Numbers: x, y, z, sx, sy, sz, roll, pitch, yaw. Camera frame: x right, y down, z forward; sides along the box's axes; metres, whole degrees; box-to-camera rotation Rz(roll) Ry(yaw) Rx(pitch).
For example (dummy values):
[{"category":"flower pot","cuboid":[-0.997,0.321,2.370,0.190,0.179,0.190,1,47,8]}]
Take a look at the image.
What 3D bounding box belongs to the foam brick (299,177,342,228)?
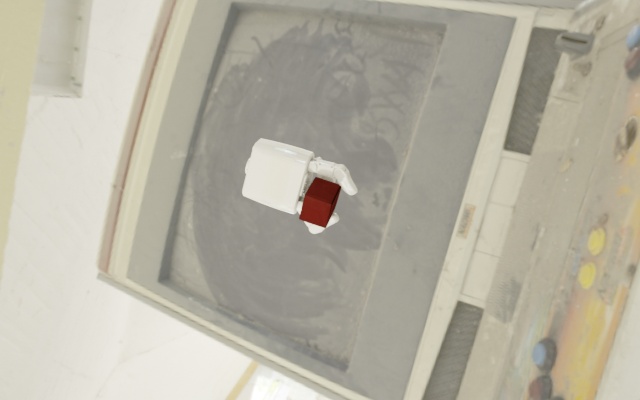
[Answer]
[{"category":"foam brick","cuboid":[0.000,0.003,0.841,0.051,0.053,0.078,19,30,5]}]
